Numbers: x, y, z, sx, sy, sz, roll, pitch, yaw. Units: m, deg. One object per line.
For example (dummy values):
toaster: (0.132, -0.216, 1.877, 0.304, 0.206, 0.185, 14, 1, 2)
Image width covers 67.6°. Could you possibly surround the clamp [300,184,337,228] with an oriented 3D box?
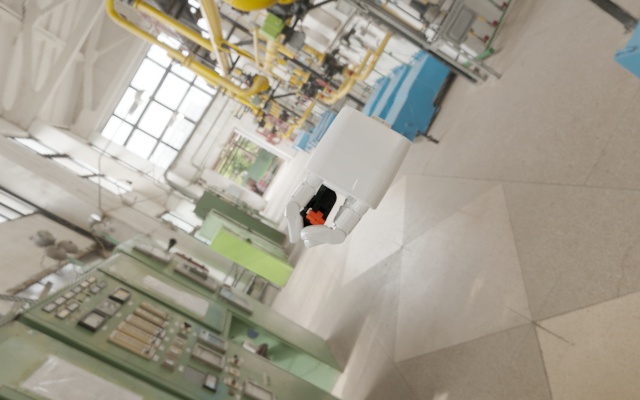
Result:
clamp: (0.000, 0.002, 0.740, 0.039, 0.120, 0.171, 31, 1, -9)
